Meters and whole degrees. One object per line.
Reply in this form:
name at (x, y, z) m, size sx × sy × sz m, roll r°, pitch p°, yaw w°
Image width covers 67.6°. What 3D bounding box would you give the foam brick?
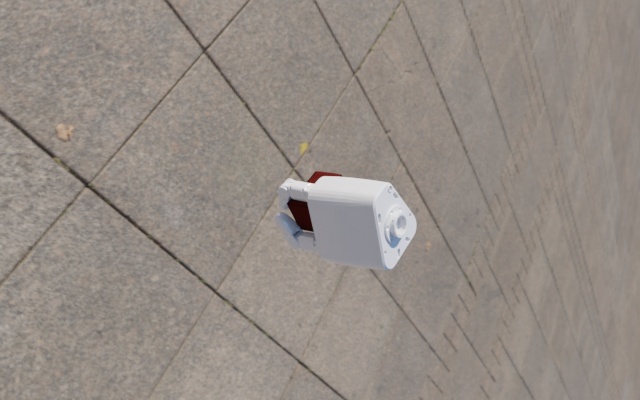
foam brick at (0.000, 0.002, 0.691) m, size 0.051 × 0.053 × 0.078 m, roll 7°, pitch 45°, yaw 39°
